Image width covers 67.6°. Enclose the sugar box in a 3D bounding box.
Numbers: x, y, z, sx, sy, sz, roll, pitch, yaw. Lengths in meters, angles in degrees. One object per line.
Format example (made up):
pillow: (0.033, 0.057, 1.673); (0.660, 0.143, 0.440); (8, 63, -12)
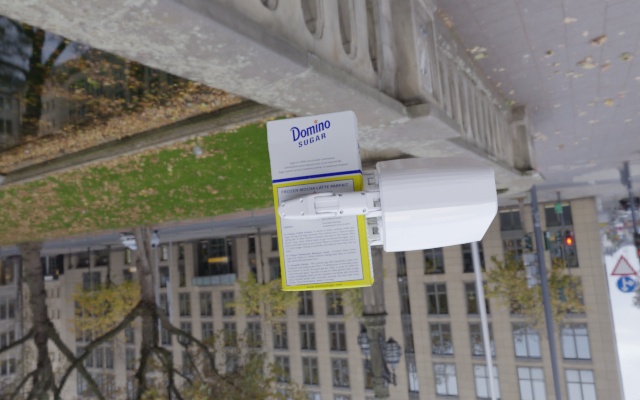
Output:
sugar box: (0.000, 0.002, 0.494); (0.093, 0.176, 0.048); (-5, -6, 9)
